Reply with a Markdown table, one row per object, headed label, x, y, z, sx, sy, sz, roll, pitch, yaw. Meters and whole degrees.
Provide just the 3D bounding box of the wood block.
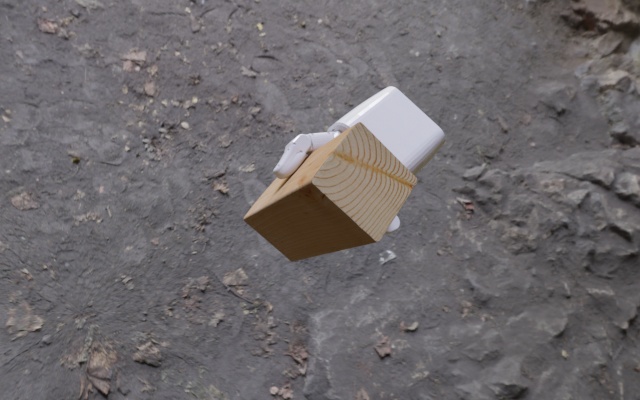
| label | x | y | z | sx | sy | sz | roll | pitch | yaw |
| --- | --- | --- | --- | --- | --- | --- | --- | --- | --- |
| wood block | 0.000 | 0.001 | 0.551 | 0.091 | 0.090 | 0.206 | 43 | -27 | -12 |
